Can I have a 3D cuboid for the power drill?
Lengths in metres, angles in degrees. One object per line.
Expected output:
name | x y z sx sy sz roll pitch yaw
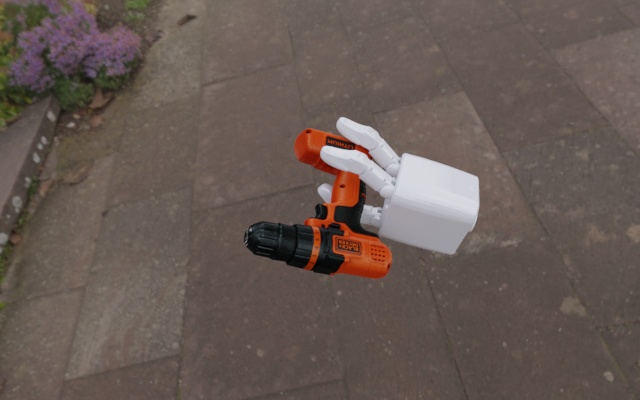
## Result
power drill | 0.000 0.002 0.606 0.184 0.187 0.057 14 -32 -20
